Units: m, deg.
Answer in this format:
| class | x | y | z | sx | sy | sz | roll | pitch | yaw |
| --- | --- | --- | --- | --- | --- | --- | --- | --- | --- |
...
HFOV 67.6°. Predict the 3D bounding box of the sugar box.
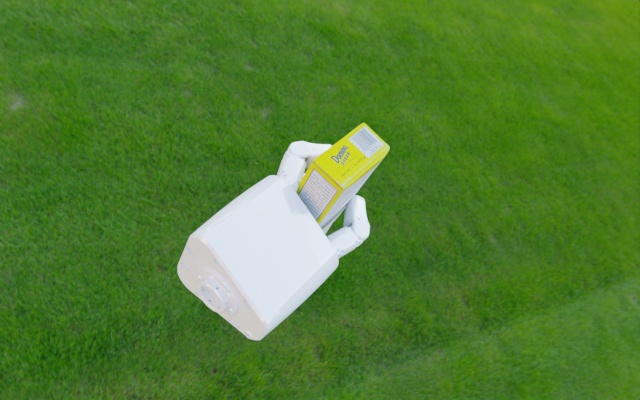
| class | x | y | z | sx | sy | sz | roll | pitch | yaw |
| --- | --- | --- | --- | --- | --- | --- | --- | --- | --- |
| sugar box | 0.000 | 0.001 | 0.525 | 0.093 | 0.048 | 0.176 | -39 | -8 | -41 |
